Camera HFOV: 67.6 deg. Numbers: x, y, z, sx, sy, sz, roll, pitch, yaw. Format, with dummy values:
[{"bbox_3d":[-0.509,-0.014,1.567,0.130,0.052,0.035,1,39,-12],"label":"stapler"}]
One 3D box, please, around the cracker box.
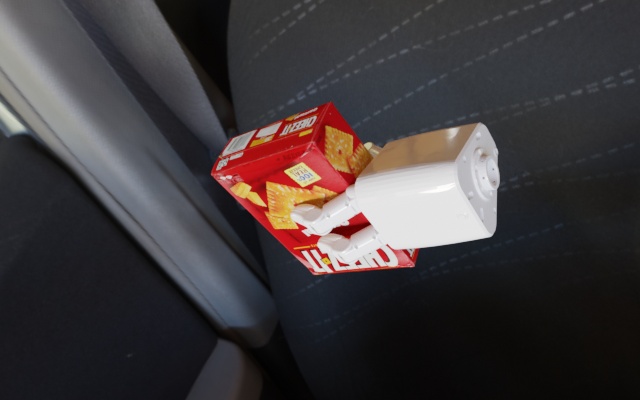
[{"bbox_3d":[0.000,0.002,0.569,0.164,0.072,0.214,-11,-48,39],"label":"cracker box"}]
